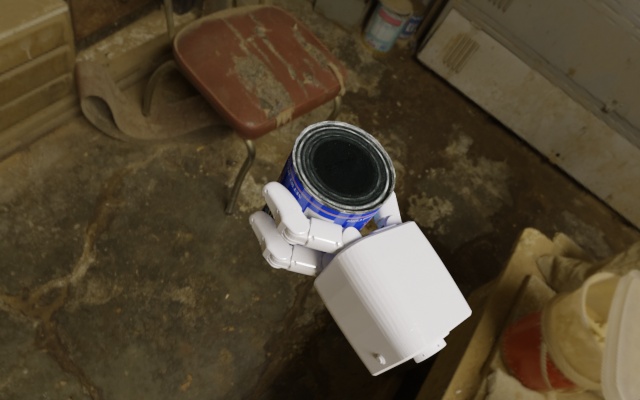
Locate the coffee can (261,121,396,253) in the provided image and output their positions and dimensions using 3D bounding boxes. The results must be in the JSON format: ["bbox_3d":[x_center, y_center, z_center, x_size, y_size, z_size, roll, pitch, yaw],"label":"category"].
[{"bbox_3d":[0.000,0.002,0.494,0.103,0.102,0.140,0,-30,-22],"label":"coffee can"}]
